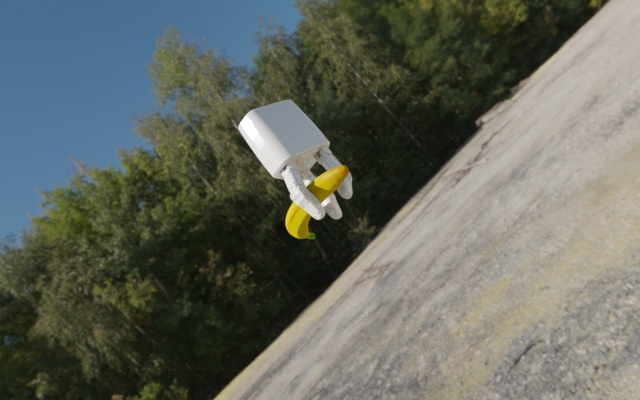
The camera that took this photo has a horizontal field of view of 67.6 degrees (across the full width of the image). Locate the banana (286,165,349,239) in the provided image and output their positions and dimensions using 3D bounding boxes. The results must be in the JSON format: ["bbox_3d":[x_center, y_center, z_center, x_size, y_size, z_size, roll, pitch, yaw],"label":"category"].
[{"bbox_3d":[-0.016,0.010,0.774,0.069,0.037,0.198,-19,-26,-31],"label":"banana"}]
